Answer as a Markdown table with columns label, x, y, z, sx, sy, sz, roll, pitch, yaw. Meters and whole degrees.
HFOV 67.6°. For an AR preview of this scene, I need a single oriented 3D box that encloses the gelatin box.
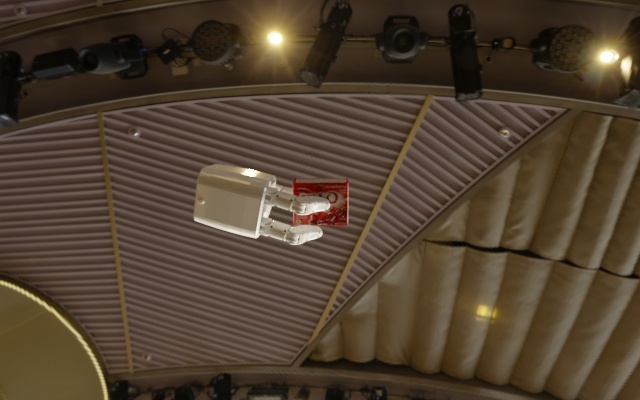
| label | x | y | z | sx | sy | sz | roll | pitch | yaw |
| --- | --- | --- | --- | --- | --- | --- | --- | --- | --- |
| gelatin box | 0.000 | 0.002 | 0.768 | 0.089 | 0.073 | 0.030 | 0 | 19 | 2 |
